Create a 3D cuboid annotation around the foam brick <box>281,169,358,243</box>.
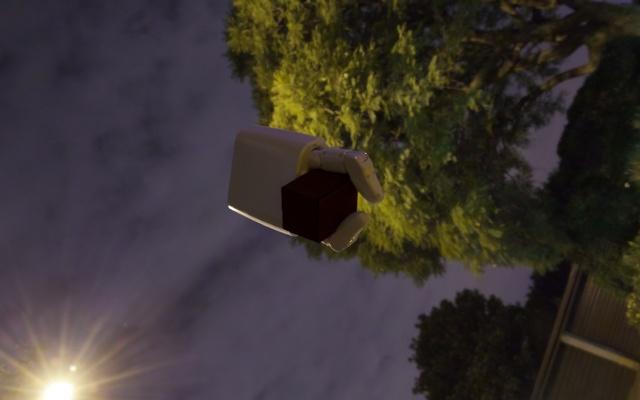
[{"bbox_3d":[0.000,0.002,0.522,0.051,0.053,0.078,18,32,30],"label":"foam brick"}]
